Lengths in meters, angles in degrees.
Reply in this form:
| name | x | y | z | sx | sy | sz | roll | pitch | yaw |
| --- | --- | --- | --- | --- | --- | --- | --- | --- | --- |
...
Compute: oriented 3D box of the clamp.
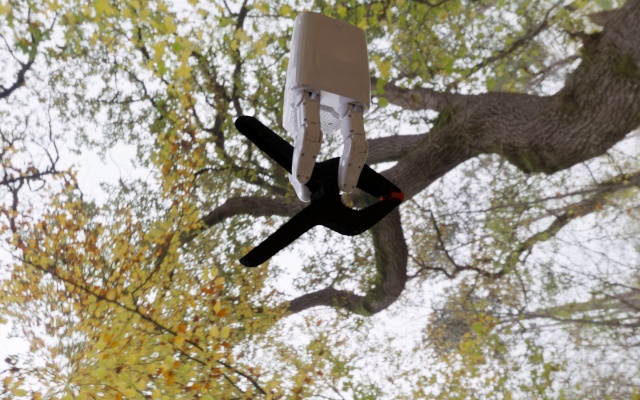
| name | x | y | z | sx | sy | sz | roll | pitch | yaw |
| --- | --- | --- | --- | --- | --- | --- | --- | --- | --- |
| clamp | 0.000 | 0.002 | 0.533 | 0.210 | 0.164 | 0.036 | 11 | -21 | -24 |
